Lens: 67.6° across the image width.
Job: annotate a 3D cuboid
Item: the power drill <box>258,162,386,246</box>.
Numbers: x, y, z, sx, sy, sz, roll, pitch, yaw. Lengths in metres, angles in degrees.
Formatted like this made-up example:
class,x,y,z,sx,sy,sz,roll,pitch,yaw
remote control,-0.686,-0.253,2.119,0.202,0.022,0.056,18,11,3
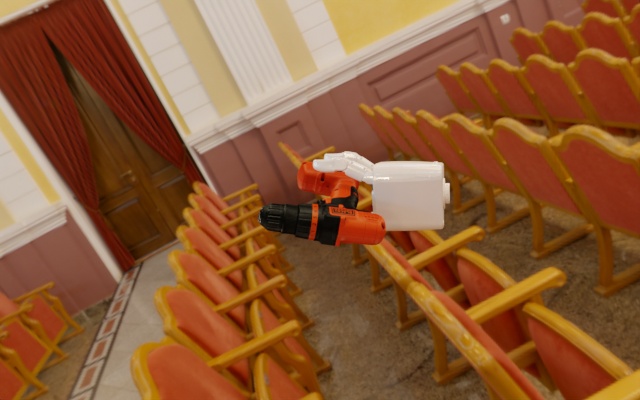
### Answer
class,x,y,z,sx,sy,sz,roll,pitch,yaw
power drill,0.000,0.002,0.748,0.184,0.057,0.187,9,29,-7
